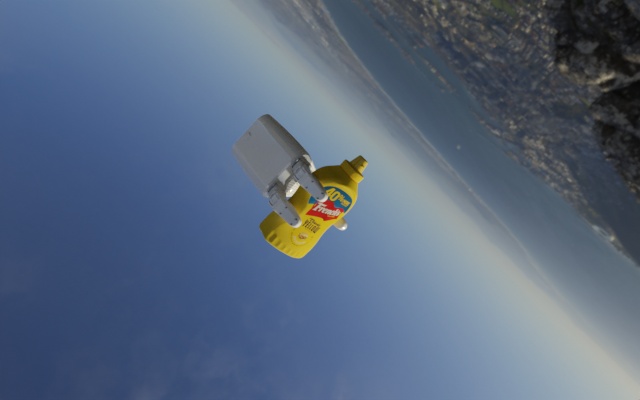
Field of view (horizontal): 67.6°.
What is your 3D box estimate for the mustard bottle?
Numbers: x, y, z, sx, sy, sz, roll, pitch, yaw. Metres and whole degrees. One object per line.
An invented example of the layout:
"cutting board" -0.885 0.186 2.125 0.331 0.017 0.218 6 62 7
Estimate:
"mustard bottle" 0.000 0.003 0.747 0.096 0.191 0.058 36 13 -41
